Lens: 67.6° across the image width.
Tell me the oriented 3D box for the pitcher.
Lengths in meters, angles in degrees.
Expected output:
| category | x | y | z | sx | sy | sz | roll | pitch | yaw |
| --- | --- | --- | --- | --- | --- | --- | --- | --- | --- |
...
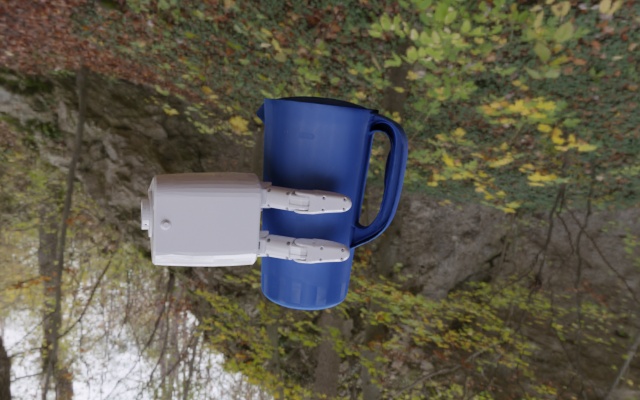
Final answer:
| category | x | y | z | sx | sy | sz | roll | pitch | yaw |
| --- | --- | --- | --- | --- | --- | --- | --- | --- | --- |
| pitcher | 0.000 | 0.002 | 0.567 | 0.145 | 0.243 | 0.149 | 0 | 12 | -23 |
